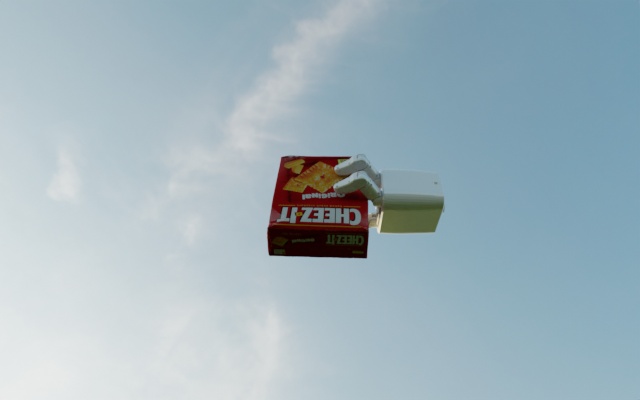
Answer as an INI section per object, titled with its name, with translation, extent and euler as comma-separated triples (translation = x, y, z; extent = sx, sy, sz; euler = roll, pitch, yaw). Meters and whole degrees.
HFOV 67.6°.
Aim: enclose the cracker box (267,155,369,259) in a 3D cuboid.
[cracker box]
translation = 0.000, 0.003, 0.843
extent = 0.164, 0.072, 0.213
euler = 1, 38, 2
